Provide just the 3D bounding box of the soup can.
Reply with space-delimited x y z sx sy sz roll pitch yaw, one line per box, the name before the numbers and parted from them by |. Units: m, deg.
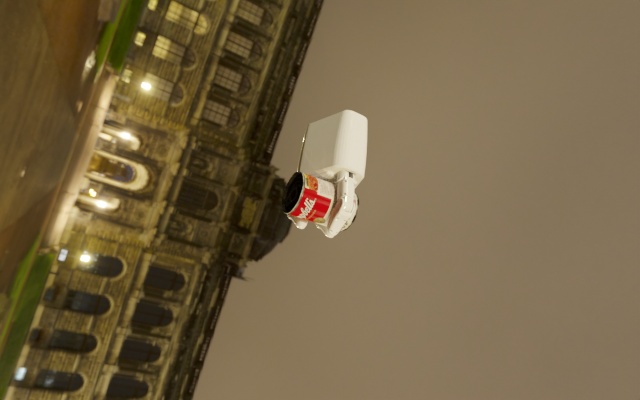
soup can | 0.000 0.003 0.743 0.102 0.068 0.068 19 -9 -26
